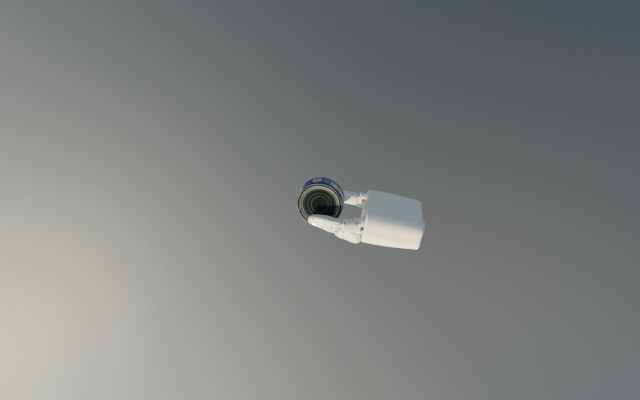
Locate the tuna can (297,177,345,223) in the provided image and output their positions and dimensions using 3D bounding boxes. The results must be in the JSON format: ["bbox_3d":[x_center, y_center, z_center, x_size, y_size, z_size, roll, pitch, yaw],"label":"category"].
[{"bbox_3d":[0.000,0.003,0.878,0.086,0.086,0.033,0,21,8],"label":"tuna can"}]
